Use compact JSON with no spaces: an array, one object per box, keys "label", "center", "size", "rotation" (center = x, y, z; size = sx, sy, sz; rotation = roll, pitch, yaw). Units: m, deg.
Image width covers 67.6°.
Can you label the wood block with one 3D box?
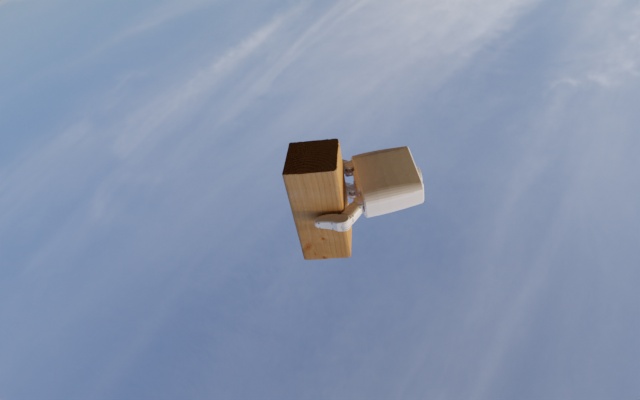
[{"label":"wood block","center":[0.001,0.003,0.849],"size":[0.090,0.206,0.090],"rotation":[-4,41,9]}]
